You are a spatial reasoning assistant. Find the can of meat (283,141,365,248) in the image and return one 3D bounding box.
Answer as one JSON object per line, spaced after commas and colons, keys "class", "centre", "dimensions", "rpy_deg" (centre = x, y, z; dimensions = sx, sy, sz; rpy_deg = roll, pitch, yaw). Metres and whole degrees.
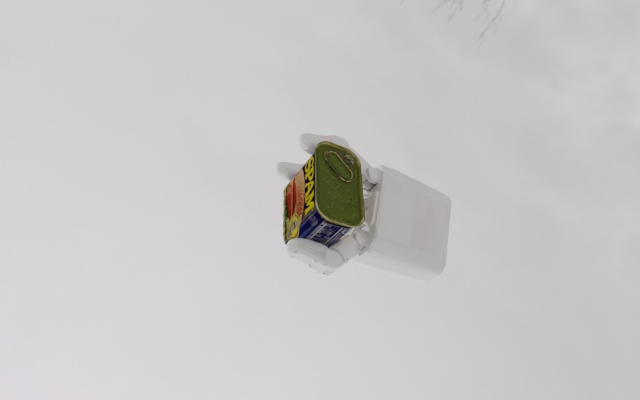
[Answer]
{"class": "can of meat", "centre": [0.000, 0.002, 0.520], "dimensions": [0.057, 0.102, 0.084], "rpy_deg": [17, -39, -24]}
